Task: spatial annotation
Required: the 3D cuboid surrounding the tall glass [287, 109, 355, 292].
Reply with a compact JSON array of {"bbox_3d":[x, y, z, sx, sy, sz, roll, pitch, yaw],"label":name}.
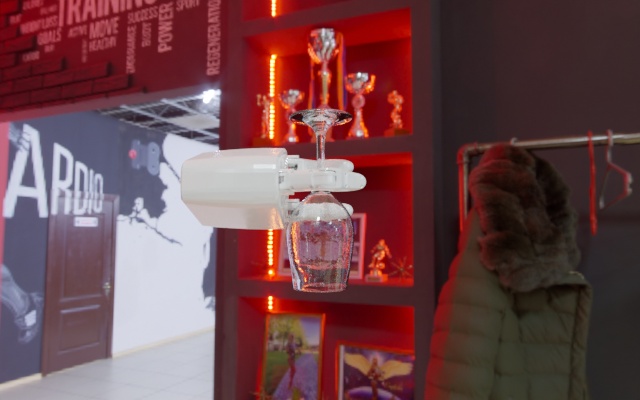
[{"bbox_3d":[0.000,0.001,0.551,0.079,0.201,0.079,0,-4,0],"label":"tall glass"}]
